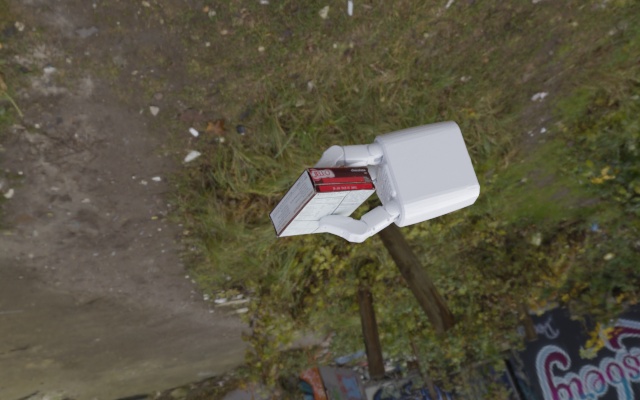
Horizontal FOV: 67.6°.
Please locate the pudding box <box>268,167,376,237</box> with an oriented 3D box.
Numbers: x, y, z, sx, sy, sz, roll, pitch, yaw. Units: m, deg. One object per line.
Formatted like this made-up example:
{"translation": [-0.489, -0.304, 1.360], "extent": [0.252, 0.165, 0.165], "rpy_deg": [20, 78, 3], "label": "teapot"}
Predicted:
{"translation": [0.000, 0.002, 0.589], "extent": [0.090, 0.039, 0.113], "rpy_deg": [-3, -31, -34], "label": "pudding box"}
